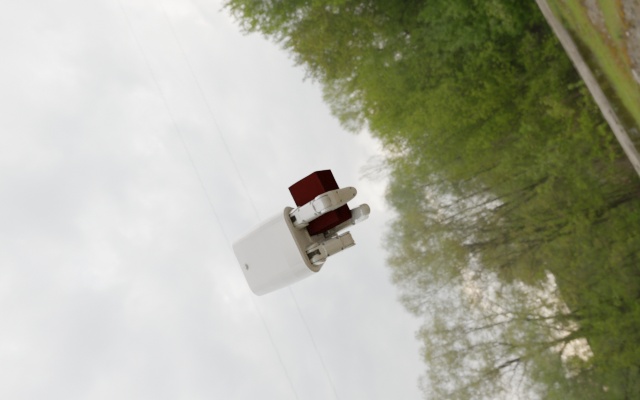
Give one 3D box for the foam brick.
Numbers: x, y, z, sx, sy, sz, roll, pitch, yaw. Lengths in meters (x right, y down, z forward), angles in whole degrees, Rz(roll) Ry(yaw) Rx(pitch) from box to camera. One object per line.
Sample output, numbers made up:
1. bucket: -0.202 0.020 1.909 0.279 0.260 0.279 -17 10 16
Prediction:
1. foam brick: 0.000 0.002 0.668 0.051 0.078 0.053 -29 -8 26
